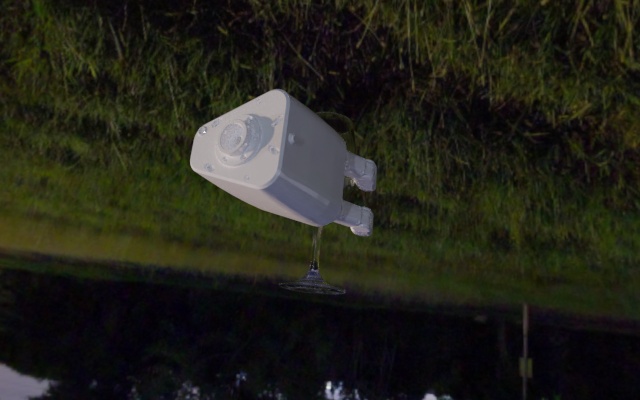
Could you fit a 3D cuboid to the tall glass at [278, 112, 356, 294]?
[{"bbox_3d":[0.000,0.002,0.548,0.079,0.201,0.079,5,-17,2],"label":"tall glass"}]
